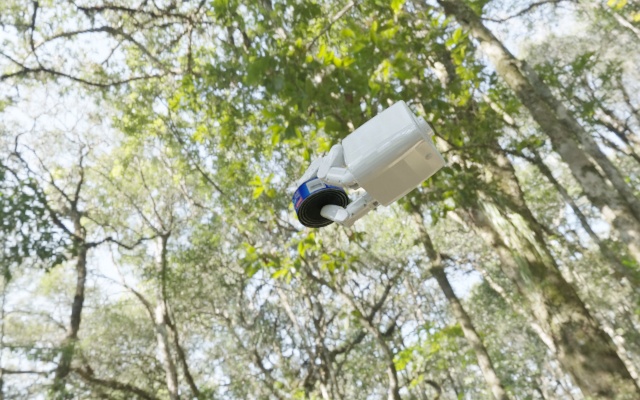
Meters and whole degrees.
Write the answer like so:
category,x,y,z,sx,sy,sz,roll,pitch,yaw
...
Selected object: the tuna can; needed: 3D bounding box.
category,x,y,z,sx,sy,sz,roll,pitch,yaw
tuna can,0.000,0.002,0.741,0.086,0.033,0.086,-14,-41,-12
